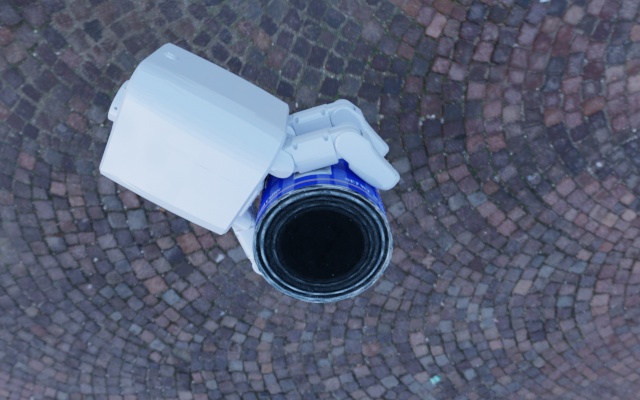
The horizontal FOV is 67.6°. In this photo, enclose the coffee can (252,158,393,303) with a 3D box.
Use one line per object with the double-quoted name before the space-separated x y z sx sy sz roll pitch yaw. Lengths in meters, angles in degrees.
"coffee can" 0.000 0.001 0.405 0.103 0.103 0.140 0 29 -2
